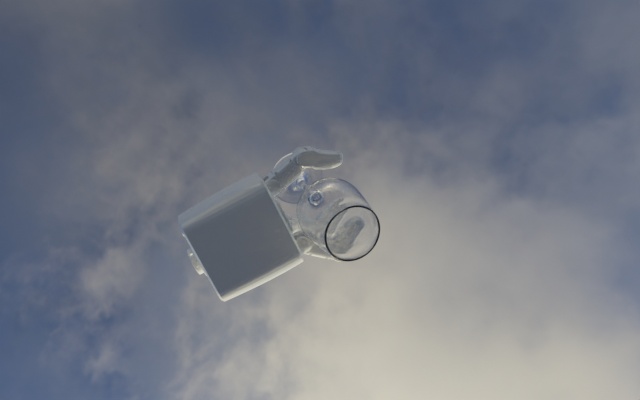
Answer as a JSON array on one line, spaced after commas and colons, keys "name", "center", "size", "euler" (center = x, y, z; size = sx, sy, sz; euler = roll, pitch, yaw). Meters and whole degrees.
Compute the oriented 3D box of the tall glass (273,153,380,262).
[{"name": "tall glass", "center": [0.000, 0.002, 0.570], "size": [0.079, 0.079, 0.201], "euler": [0, 19, -21]}]
